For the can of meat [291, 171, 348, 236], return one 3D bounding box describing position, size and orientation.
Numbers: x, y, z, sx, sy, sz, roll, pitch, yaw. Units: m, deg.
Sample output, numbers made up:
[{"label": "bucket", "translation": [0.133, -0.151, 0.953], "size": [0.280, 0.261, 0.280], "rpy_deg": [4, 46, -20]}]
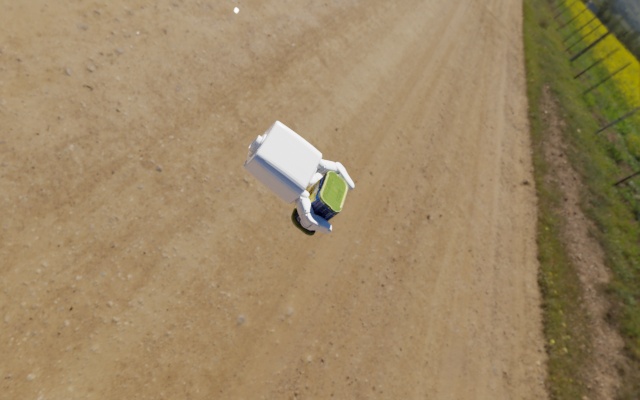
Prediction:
[{"label": "can of meat", "translation": [0.000, 0.003, 0.889], "size": [0.057, 0.102, 0.084], "rpy_deg": [39, -53, -16]}]
